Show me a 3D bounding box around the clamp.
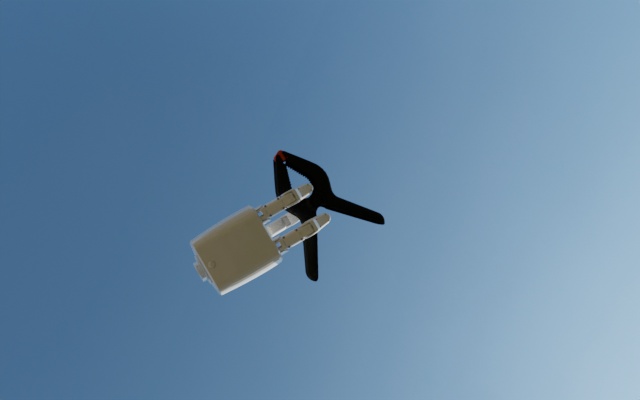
[{"bbox_3d":[-0.001,0.002,0.783,0.164,0.210,0.036,-30,0,-21],"label":"clamp"}]
